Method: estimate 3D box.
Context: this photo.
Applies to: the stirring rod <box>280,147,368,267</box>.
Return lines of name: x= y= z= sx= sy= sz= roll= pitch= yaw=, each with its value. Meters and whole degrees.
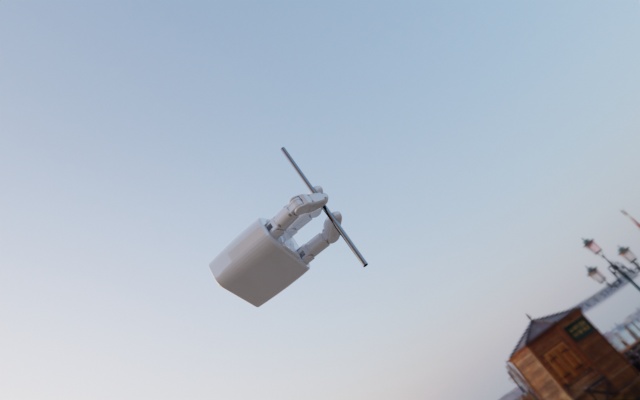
stirring rod: x=0.000 y=0.002 z=0.698 sx=0.011 sy=0.239 sz=0.011 roll=-25 pitch=-32 yaw=-17
